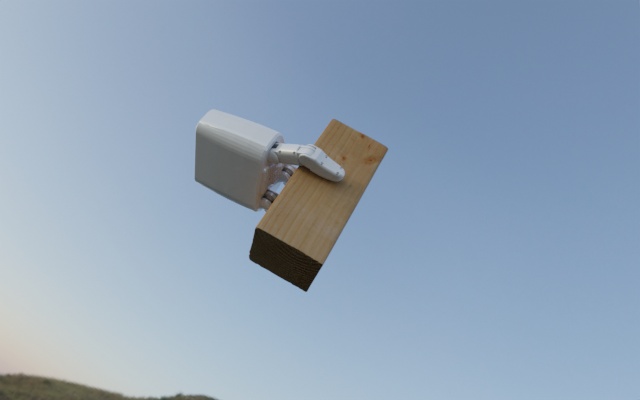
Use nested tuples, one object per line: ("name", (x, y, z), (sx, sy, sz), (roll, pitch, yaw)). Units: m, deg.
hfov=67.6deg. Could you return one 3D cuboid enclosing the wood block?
("wood block", (0.000, 0.002, 0.631), (0.090, 0.206, 0.091), (29, -34, 4))
